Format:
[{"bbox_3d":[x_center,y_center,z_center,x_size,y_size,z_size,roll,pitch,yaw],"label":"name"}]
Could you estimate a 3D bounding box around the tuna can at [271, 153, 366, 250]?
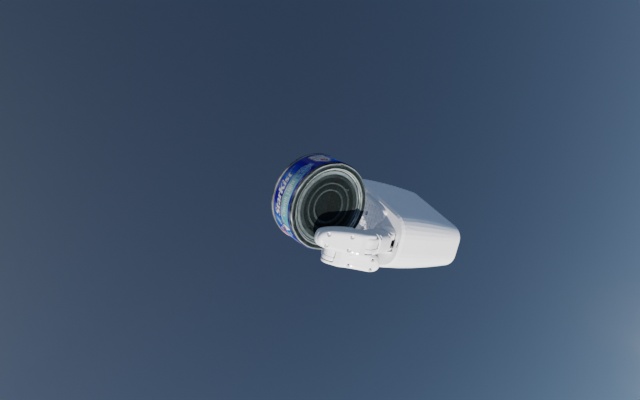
[{"bbox_3d":[0.000,0.002,0.443,0.086,0.086,0.033,0,18,-35],"label":"tuna can"}]
